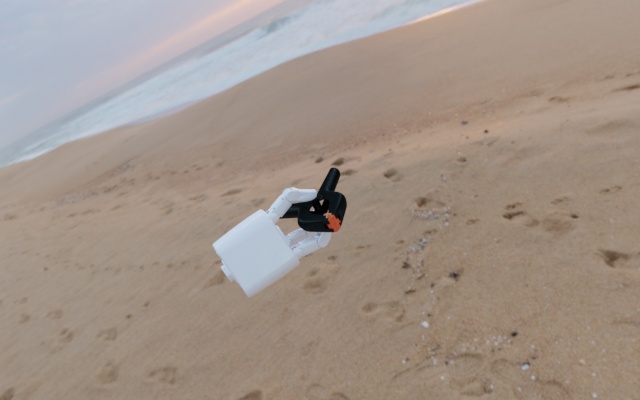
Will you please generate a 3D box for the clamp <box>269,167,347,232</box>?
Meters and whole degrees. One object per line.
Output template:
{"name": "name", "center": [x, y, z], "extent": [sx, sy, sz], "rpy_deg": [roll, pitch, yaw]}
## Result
{"name": "clamp", "center": [0.000, 0.002, 0.868], "extent": [0.164, 0.036, 0.210], "rpy_deg": [-37, 24, -12]}
